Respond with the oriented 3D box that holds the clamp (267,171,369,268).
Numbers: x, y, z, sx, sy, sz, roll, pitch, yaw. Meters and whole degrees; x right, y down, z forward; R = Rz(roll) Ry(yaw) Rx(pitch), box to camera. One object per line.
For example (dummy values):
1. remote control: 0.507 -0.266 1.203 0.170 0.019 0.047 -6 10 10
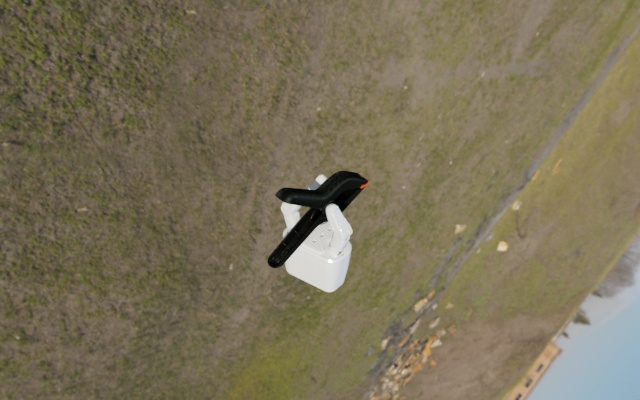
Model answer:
1. clamp: 0.001 0.003 0.743 0.210 0.165 0.036 -36 62 -29
